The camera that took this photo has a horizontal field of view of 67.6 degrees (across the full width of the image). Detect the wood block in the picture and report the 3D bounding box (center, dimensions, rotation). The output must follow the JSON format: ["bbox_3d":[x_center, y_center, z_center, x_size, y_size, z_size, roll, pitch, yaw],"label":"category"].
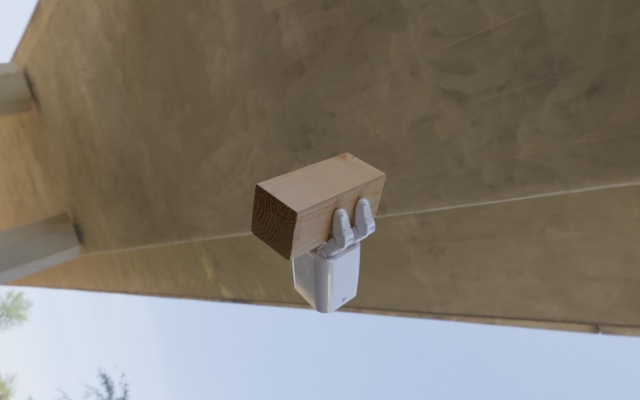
[{"bbox_3d":[0.000,0.003,0.760,0.090,0.090,0.206,32,37,31],"label":"wood block"}]
